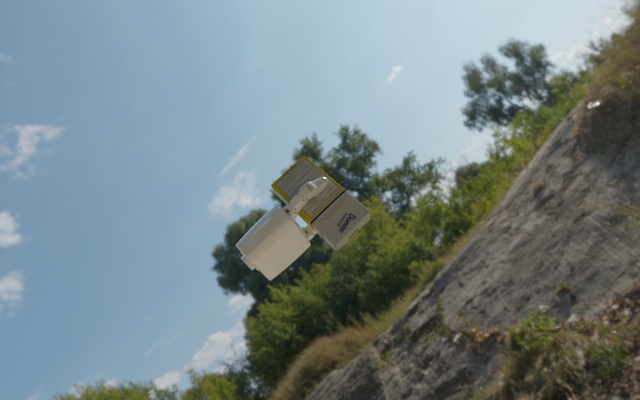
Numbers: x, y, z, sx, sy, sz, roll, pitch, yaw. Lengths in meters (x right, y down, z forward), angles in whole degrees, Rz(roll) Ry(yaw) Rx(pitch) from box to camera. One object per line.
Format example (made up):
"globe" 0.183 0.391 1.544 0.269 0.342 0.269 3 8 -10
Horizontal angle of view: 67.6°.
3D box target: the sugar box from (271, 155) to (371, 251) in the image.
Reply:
"sugar box" 0.000 0.003 0.900 0.176 0.093 0.048 44 -11 19
